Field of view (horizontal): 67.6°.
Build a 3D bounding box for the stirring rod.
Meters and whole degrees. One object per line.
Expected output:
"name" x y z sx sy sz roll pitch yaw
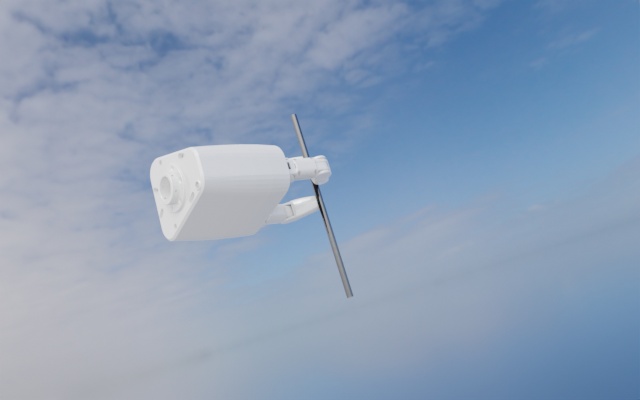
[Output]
"stirring rod" 0.000 0.002 0.588 0.011 0.239 0.011 -16 -13 -4
